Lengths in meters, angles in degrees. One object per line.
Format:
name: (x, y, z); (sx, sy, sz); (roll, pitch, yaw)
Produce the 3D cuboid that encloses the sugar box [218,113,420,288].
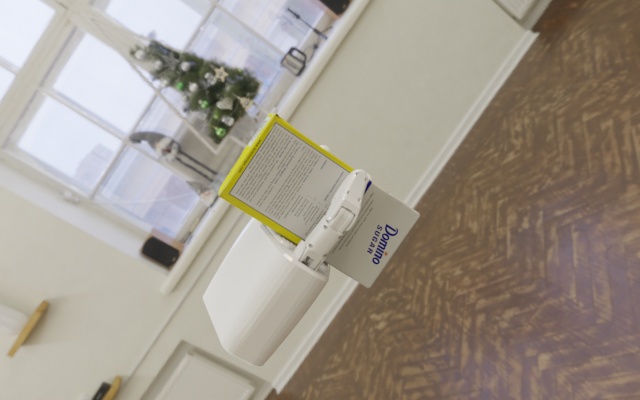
sugar box: (0.000, 0.001, 0.470); (0.176, 0.093, 0.048); (34, 4, -17)
